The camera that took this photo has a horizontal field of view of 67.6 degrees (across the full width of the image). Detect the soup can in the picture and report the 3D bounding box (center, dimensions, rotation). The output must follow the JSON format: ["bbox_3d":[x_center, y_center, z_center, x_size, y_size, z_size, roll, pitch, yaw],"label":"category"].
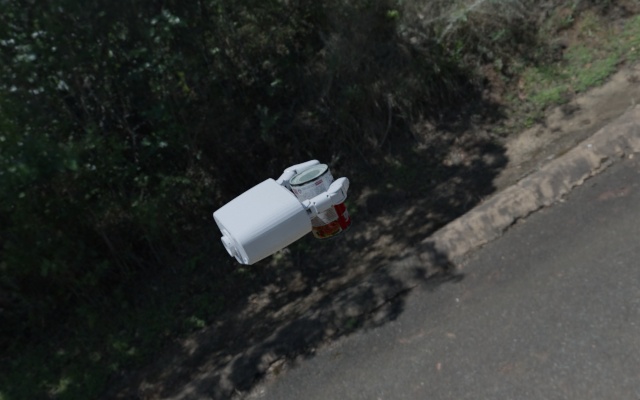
[{"bbox_3d":[0.000,0.002,0.755,0.068,0.102,0.068,-21,20,8],"label":"soup can"}]
